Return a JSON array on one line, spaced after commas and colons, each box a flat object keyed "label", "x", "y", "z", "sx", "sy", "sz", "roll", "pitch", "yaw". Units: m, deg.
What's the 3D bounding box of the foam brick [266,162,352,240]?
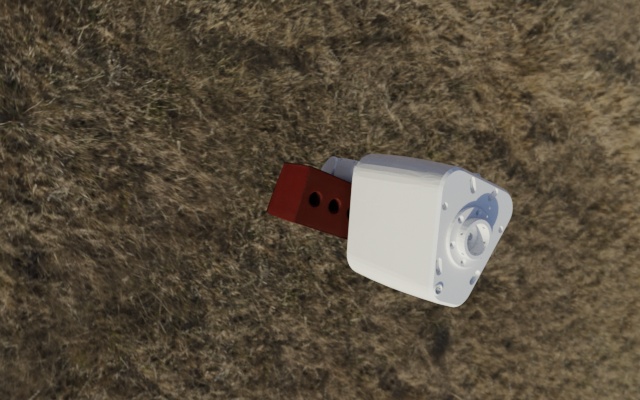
[{"label": "foam brick", "x": 0.000, "y": 0.001, "z": 0.451, "sx": 0.078, "sy": 0.053, "sz": 0.051, "roll": 19, "pitch": -2, "yaw": -33}]
